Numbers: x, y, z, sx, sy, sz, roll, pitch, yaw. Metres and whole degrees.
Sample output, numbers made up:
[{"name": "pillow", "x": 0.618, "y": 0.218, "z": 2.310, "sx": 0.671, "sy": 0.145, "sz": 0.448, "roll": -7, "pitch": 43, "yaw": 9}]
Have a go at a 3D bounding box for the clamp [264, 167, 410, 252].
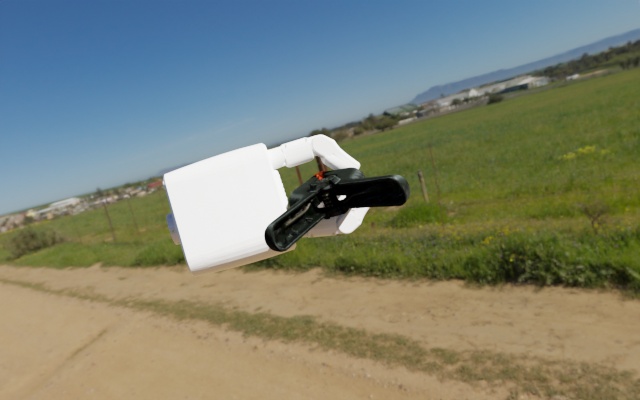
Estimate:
[{"name": "clamp", "x": 0.000, "y": 0.001, "z": 0.439, "sx": 0.120, "sy": 0.039, "sz": 0.171, "roll": -17, "pitch": 8, "yaw": -9}]
